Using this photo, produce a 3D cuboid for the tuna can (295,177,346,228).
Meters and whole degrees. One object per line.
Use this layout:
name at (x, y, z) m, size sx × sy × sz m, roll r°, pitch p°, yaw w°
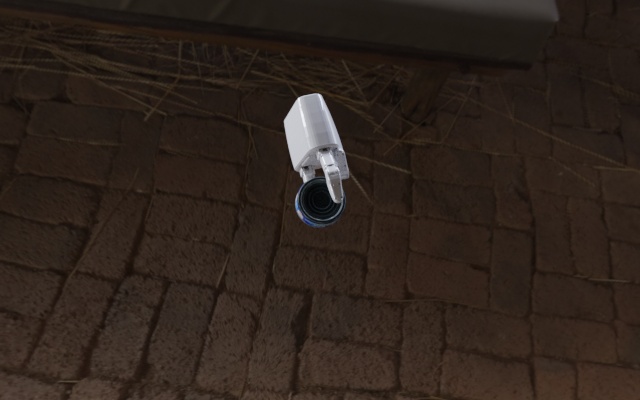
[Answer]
tuna can at (0.000, 0.003, 0.826) m, size 0.086 × 0.086 × 0.034 m, roll 0°, pitch -15°, yaw -9°
